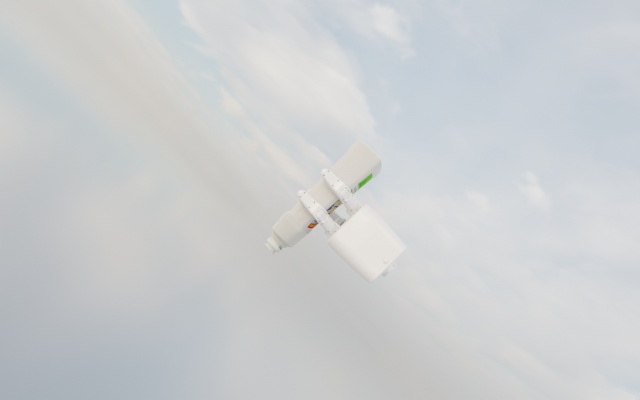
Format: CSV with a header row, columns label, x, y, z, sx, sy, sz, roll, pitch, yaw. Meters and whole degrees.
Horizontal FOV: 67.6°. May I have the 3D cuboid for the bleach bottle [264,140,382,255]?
label,x,y,z,sx,sy,sz,roll,pitch,yaw
bleach bottle,0.000,0.003,0.865,0.251,0.068,0.102,-43,-9,-7
